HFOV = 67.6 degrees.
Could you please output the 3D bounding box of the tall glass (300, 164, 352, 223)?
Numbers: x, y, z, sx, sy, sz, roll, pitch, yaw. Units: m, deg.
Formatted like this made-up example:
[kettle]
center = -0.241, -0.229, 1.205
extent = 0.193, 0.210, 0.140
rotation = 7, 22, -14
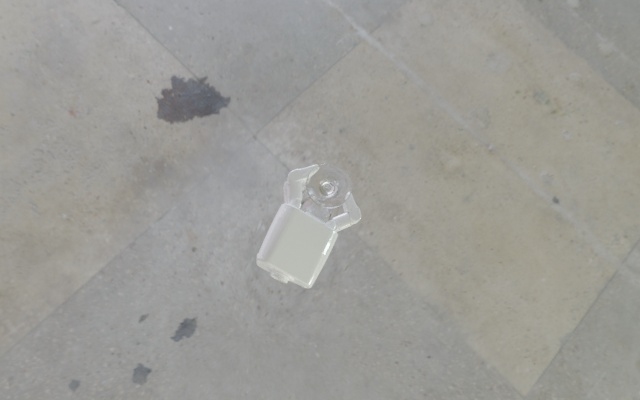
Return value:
[tall glass]
center = 0.000, 0.003, 0.855
extent = 0.079, 0.079, 0.201
rotation = 0, -15, -8
